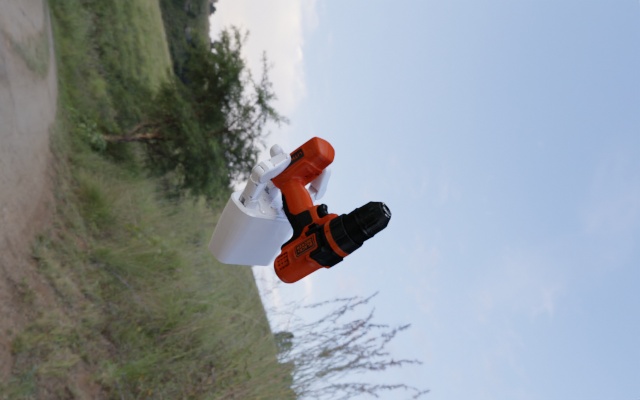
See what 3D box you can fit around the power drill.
[{"bbox_3d":[0.000,0.002,0.667,0.184,0.187,0.057,-32,-41,24],"label":"power drill"}]
